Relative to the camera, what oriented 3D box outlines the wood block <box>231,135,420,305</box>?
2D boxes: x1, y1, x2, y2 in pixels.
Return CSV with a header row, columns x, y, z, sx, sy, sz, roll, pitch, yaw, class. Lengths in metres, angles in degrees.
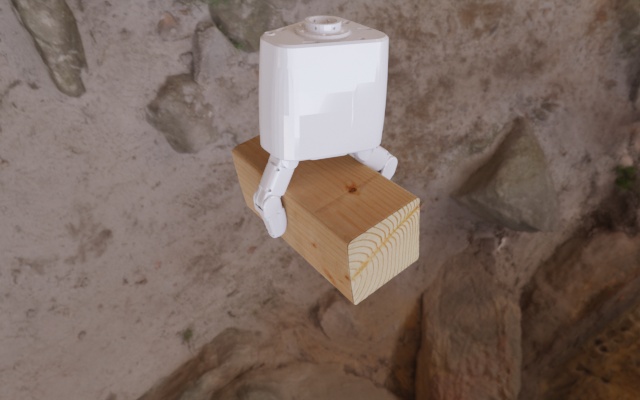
x,y,z,sx,sy,sz,roll,pitch,yaw,class
0.000,0.002,0.519,0.091,0.090,0.206,-31,45,-24,wood block
